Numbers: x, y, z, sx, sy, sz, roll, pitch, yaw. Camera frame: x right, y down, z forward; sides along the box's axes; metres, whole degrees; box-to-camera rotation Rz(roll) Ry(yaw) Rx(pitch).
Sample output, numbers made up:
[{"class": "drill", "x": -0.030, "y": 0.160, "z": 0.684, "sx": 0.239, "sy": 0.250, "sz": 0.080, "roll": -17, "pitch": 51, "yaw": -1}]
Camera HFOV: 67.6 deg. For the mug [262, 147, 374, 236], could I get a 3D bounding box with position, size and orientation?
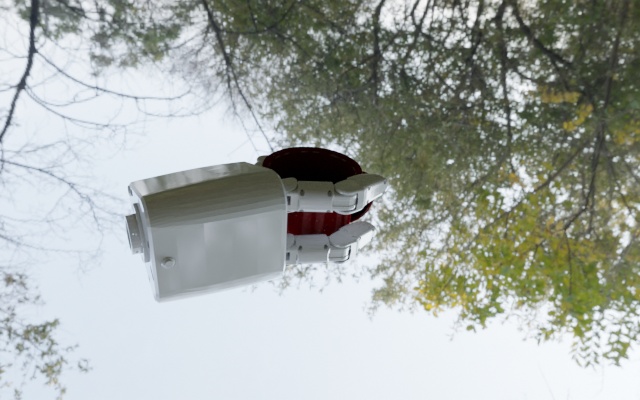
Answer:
[{"class": "mug", "x": 0.001, "y": 0.001, "z": 0.466, "sx": 0.117, "sy": 0.081, "sz": 0.093, "roll": -10, "pitch": 33, "yaw": -25}]
